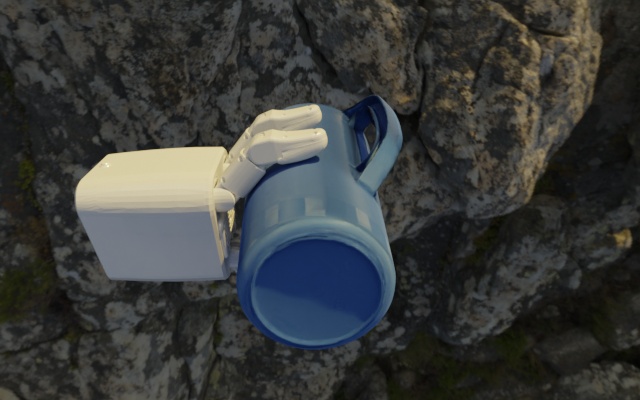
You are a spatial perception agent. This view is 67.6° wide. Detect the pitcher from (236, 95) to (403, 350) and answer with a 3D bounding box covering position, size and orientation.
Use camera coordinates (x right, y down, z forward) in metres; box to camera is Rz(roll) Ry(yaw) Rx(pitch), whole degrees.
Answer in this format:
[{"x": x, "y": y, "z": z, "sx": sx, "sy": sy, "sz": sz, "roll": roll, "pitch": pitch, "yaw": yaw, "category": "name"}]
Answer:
[{"x": 0.000, "y": 0.001, "z": 0.417, "sx": 0.145, "sy": 0.149, "sz": 0.242, "roll": -1, "pitch": 26, "yaw": -2, "category": "pitcher"}]
